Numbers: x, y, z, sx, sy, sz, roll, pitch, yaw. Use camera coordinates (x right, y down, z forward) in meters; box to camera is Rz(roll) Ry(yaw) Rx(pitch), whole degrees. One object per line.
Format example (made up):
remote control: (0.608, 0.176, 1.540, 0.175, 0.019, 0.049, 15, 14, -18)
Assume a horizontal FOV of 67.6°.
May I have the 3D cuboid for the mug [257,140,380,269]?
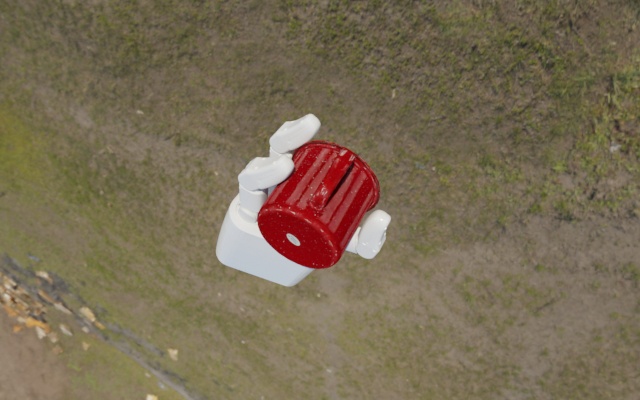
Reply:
mug: (0.001, 0.001, 0.420, 0.093, 0.081, 0.117, 33, -35, -1)
